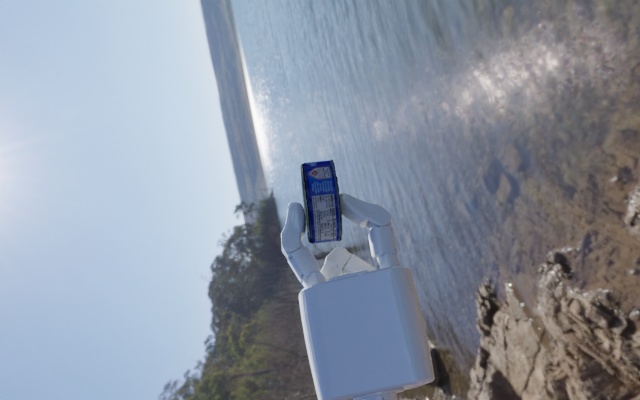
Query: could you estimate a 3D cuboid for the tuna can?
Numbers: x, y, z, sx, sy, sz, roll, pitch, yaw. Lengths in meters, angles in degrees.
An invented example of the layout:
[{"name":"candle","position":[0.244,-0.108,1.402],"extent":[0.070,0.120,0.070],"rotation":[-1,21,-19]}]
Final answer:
[{"name":"tuna can","position":[-0.001,0.002,0.497],"extent":[0.034,0.086,0.086],"rotation":[-6,0,-4]}]
